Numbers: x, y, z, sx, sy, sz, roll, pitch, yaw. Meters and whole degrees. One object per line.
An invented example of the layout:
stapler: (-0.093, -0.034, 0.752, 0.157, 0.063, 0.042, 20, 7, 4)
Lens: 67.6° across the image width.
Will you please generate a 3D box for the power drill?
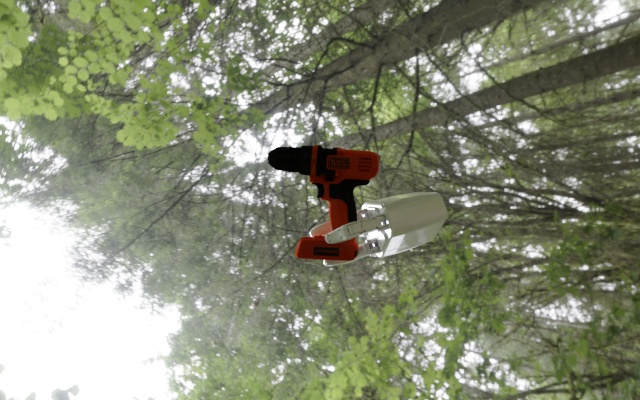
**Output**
power drill: (0.000, 0.003, 0.794, 0.184, 0.187, 0.057, 4, 7, 3)
